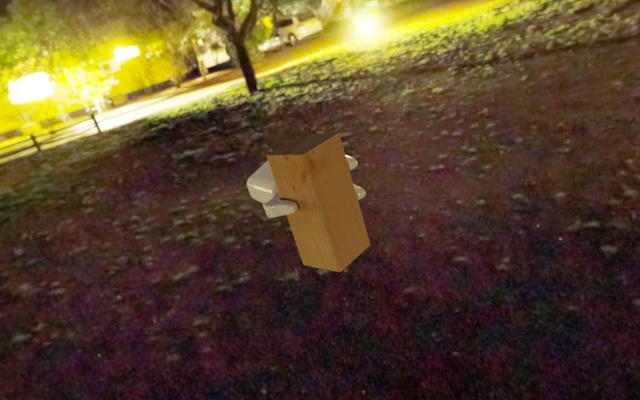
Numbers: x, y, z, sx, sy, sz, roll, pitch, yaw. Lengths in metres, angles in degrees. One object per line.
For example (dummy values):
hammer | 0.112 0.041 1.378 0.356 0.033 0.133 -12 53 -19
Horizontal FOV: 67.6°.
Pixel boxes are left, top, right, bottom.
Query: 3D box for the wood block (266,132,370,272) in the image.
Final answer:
wood block | 0.000 0.003 0.786 0.090 0.206 0.090 4 30 43
